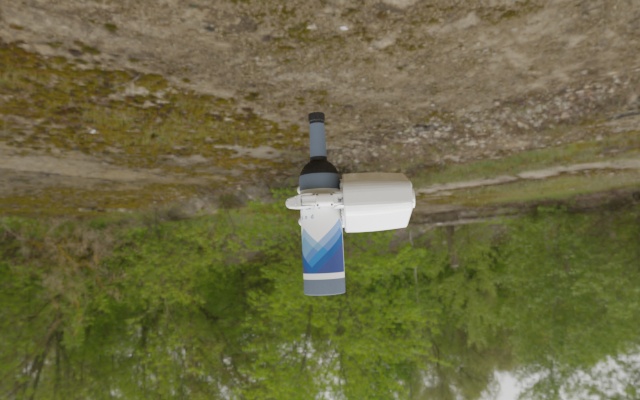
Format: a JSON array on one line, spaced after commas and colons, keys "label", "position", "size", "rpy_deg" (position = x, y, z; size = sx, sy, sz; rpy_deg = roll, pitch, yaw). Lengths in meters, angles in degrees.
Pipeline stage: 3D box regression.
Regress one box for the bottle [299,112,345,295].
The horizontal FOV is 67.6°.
[{"label": "bottle", "position": [0.000, 0.003, 0.780], "size": [0.069, 0.295, 0.069], "rpy_deg": [-3, -5, 0]}]
